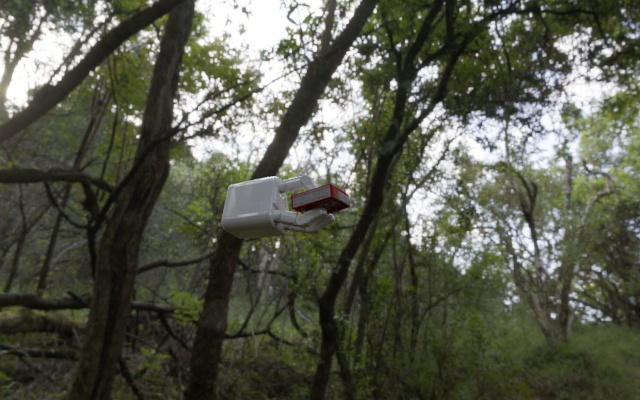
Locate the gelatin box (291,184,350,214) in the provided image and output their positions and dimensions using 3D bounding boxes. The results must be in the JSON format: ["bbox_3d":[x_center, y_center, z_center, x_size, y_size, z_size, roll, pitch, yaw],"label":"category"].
[{"bbox_3d":[0.000,0.002,0.896,0.089,0.030,0.073,-17,-24,26],"label":"gelatin box"}]
